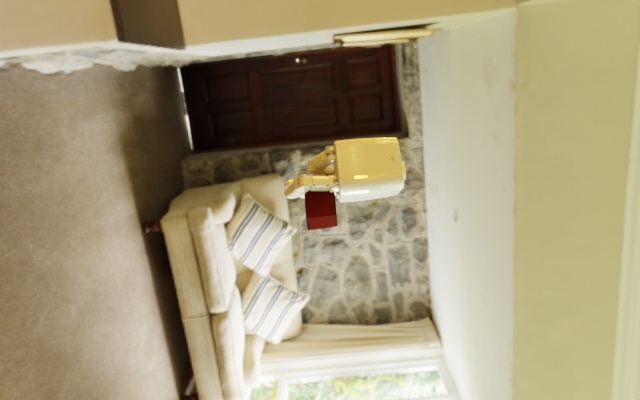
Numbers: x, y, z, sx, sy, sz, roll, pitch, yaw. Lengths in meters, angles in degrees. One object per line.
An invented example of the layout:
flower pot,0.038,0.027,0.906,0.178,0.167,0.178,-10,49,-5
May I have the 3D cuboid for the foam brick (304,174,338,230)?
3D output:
foam brick,0.000,0.003,0.798,0.051,0.078,0.053,-5,-25,0
